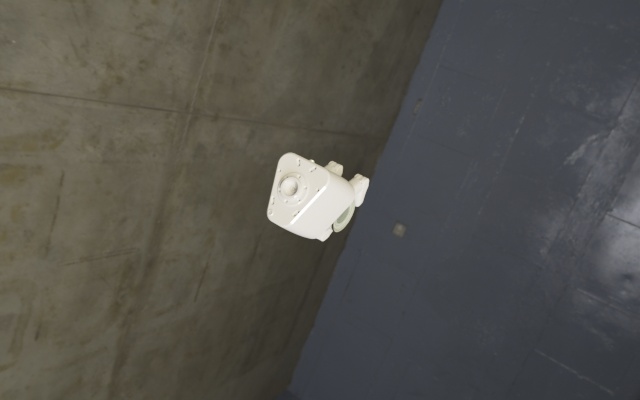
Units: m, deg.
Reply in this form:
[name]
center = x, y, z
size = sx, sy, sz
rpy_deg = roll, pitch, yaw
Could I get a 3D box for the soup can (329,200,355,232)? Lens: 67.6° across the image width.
[soup can]
center = 0.000, 0.003, 0.824
size = 0.102, 0.068, 0.068
rpy_deg = 28, 13, 26
